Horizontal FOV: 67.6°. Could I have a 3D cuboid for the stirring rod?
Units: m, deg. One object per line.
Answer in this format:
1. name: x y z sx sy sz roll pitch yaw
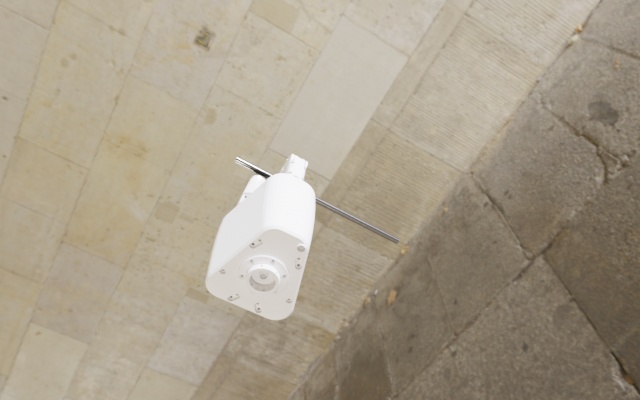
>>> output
1. stirring rod: 0.000 0.002 0.616 0.239 0.011 0.011 27 -7 -14
